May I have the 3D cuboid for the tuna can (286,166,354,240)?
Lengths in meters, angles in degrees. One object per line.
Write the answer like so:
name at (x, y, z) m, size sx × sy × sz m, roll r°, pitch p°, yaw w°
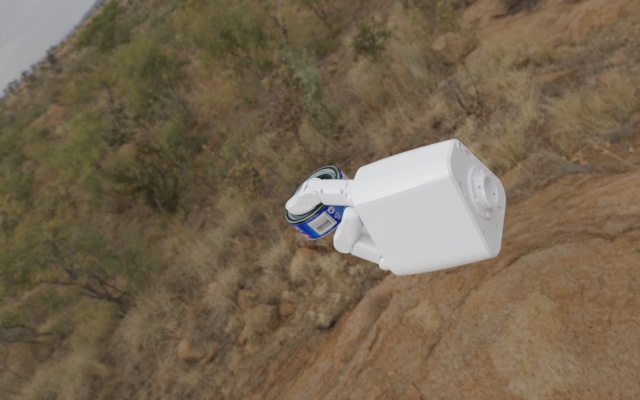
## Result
tuna can at (0.000, 0.001, 0.554) m, size 0.034 × 0.086 × 0.086 m, roll 42°, pitch -22°, yaw -27°
